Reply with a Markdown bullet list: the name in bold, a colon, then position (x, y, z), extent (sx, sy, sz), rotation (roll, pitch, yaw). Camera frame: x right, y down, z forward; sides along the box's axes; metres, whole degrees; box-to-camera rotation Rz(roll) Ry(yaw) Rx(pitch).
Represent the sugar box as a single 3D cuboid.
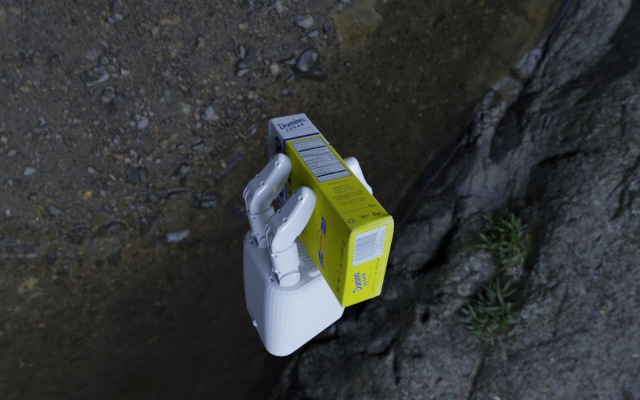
- **sugar box**: position (0.000, 0.002, 0.445), extent (0.048, 0.093, 0.176), rotation (-16, 43, -23)
